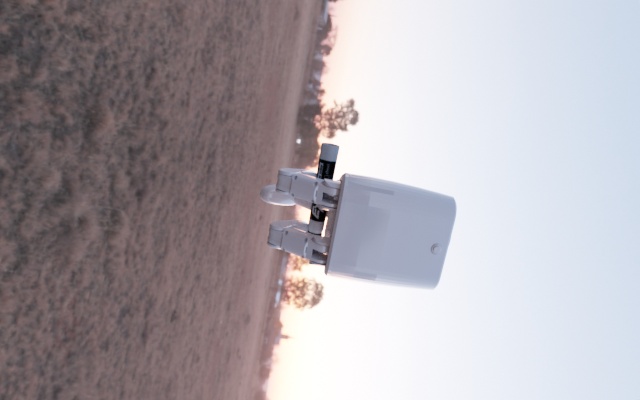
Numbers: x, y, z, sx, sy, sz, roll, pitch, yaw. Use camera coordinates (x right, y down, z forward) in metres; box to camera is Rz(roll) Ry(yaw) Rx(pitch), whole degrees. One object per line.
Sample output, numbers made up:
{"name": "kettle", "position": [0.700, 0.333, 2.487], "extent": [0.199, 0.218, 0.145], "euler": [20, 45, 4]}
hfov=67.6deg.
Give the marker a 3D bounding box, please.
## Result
{"name": "marker", "position": [0.000, 0.002, 0.490], "extent": [0.020, 0.121, 0.020], "euler": [10, 15, -2]}
